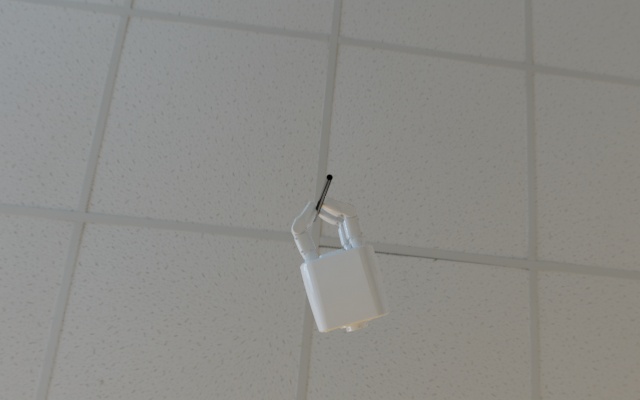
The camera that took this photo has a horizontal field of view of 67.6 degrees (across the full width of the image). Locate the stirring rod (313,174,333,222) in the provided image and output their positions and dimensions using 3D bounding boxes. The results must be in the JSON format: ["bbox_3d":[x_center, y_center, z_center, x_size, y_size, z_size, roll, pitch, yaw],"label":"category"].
[{"bbox_3d":[0.000,0.002,0.710,0.011,0.011,0.239,0,-15,-6],"label":"stirring rod"}]
